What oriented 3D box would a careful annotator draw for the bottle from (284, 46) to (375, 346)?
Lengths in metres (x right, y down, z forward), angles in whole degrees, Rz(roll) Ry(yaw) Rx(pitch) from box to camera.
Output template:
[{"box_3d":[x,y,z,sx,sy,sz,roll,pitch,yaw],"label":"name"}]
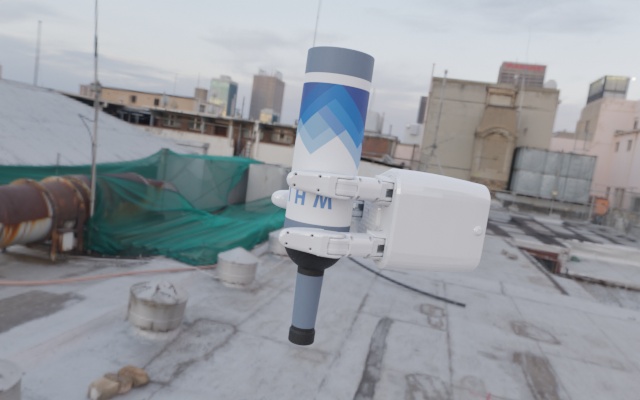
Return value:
[{"box_3d":[0.000,0.001,0.484,0.069,0.296,0.069,8,6,-1],"label":"bottle"}]
